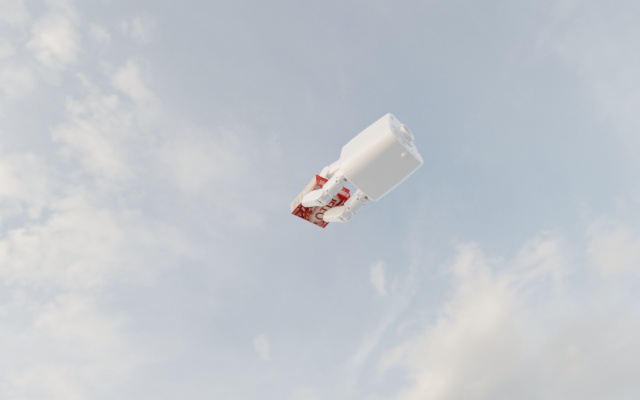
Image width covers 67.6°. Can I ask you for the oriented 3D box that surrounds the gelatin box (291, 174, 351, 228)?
[{"bbox_3d":[0.000,0.003,0.858,0.073,0.030,0.089,25,-53,-24],"label":"gelatin box"}]
